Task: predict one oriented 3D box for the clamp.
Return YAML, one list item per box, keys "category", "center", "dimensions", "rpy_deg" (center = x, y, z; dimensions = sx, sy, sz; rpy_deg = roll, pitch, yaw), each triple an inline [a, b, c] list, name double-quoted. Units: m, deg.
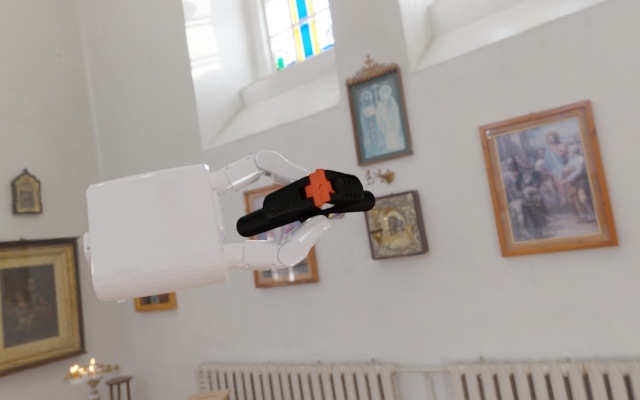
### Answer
- category: "clamp"
  center: [0.000, 0.001, 0.477]
  dimensions: [0.164, 0.036, 0.210]
  rpy_deg: [-12, -7, -13]
